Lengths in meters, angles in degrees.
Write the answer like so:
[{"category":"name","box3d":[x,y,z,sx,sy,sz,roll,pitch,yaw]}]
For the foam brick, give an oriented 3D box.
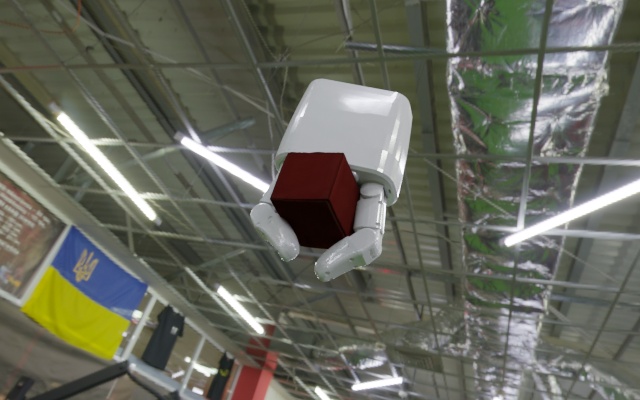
[{"category":"foam brick","box3d":[0.000,0.001,0.409,0.053,0.051,0.078,3,-34,23]}]
